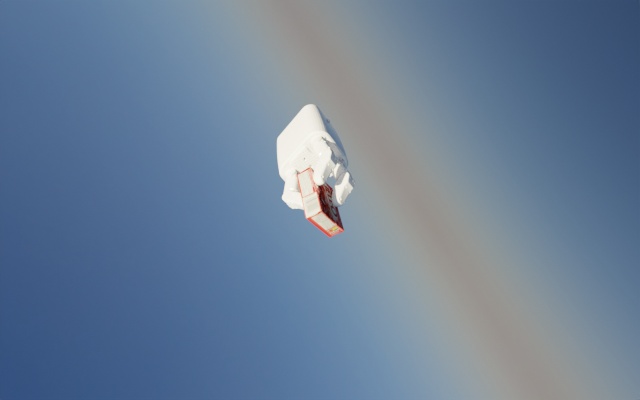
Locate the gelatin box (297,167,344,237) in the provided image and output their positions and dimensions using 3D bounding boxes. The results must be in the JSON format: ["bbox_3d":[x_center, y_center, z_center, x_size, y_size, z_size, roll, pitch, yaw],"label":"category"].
[{"bbox_3d":[0.000,0.003,0.739,0.030,0.089,0.073,-27,-39,17],"label":"gelatin box"}]
